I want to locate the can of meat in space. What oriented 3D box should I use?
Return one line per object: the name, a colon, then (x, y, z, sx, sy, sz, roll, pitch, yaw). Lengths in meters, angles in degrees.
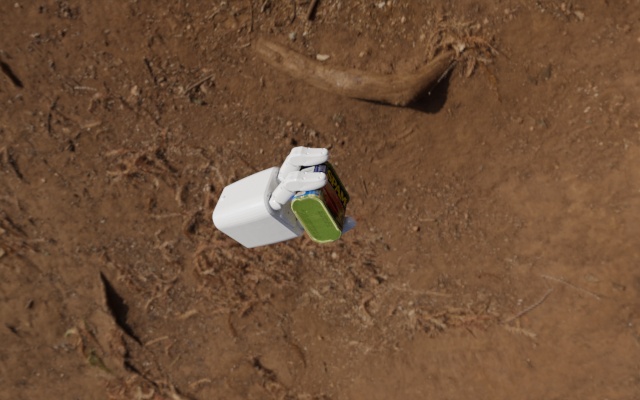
can of meat: (0.000, 0.003, 0.729, 0.057, 0.102, 0.084, -14, 38, 24)
